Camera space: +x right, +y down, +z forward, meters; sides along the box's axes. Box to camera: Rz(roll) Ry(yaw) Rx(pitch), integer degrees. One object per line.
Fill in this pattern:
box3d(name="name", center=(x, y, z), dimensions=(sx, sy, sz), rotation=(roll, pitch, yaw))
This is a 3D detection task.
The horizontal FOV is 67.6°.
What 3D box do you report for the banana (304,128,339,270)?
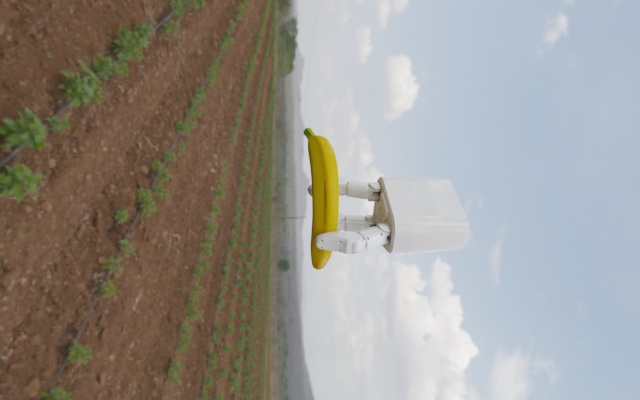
box3d(name="banana", center=(0.003, 0.000, 0.638), dimensions=(0.037, 0.198, 0.069), rotation=(-3, 4, -11))
